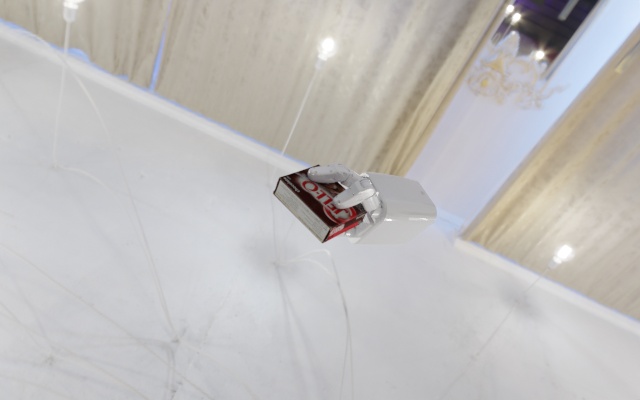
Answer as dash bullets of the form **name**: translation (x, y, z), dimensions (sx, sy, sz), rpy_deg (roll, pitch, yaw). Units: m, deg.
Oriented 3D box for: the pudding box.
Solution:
- **pudding box**: translation (0.000, 0.002, 0.701), dimensions (0.113, 0.039, 0.090), rpy_deg (42, 37, 22)
